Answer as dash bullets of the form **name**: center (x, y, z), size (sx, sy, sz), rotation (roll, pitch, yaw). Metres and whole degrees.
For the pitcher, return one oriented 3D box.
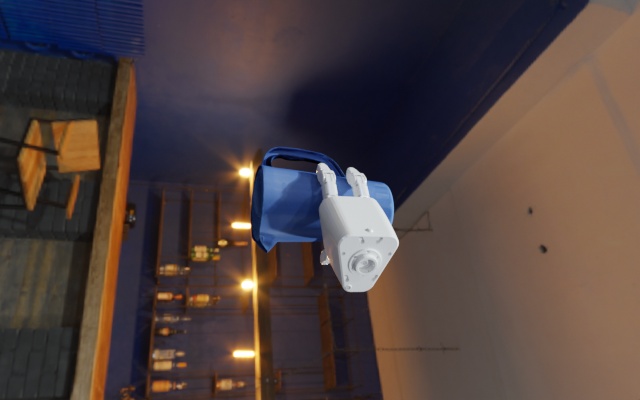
- **pitcher**: center (0.000, 0.003, 0.849), size (0.243, 0.149, 0.145), rotation (4, 27, -16)
